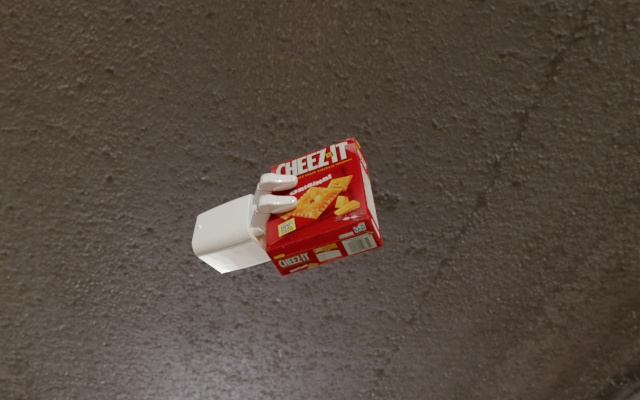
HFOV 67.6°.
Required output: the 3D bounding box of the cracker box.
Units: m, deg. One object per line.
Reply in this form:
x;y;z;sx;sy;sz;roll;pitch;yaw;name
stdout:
0.000;0.003;0.773;0.164;0.072;0.213;-18;39;12;cracker box
